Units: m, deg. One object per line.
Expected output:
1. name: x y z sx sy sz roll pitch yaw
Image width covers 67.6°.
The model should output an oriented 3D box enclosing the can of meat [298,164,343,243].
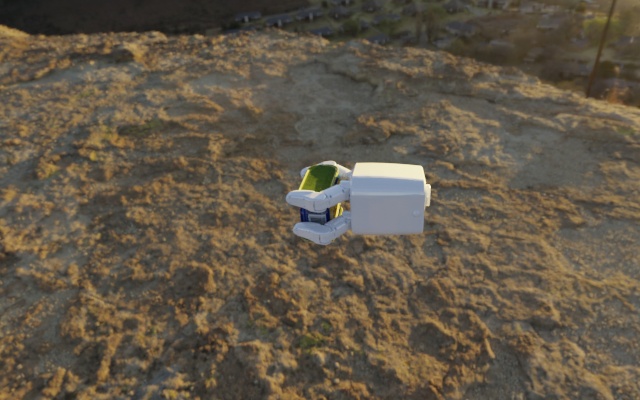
1. can of meat: 0.000 0.002 0.748 0.057 0.084 0.102 3 35 11
